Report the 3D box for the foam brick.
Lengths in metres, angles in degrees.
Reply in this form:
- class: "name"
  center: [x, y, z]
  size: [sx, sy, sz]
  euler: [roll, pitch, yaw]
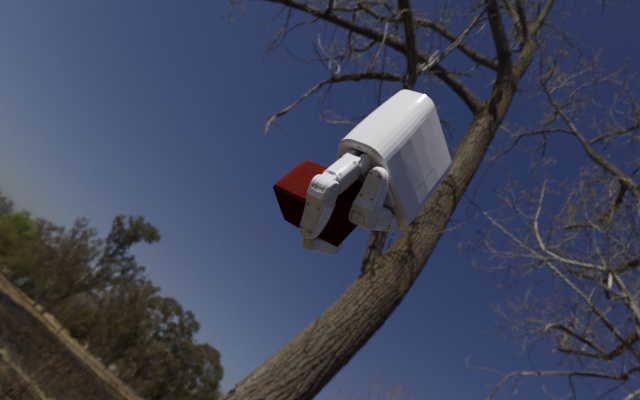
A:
- class: "foam brick"
  center: [0.000, 0.002, 0.498]
  size: [0.078, 0.053, 0.051]
  euler: [25, 55, 32]
